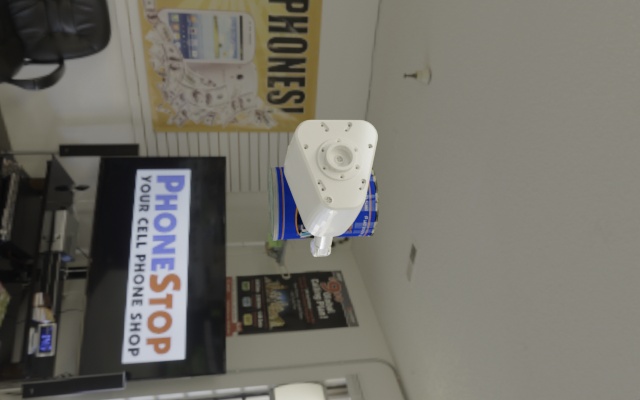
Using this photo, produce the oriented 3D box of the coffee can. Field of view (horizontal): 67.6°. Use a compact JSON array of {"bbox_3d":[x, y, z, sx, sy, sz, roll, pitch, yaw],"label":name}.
[{"bbox_3d":[0.000,0.002,0.670,0.140,0.103,0.103,-2,0,-9],"label":"coffee can"}]
